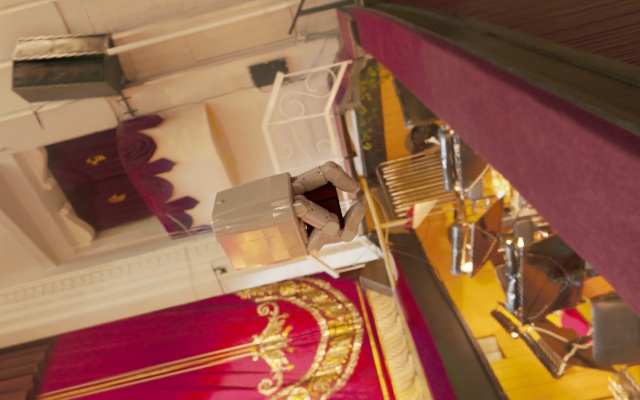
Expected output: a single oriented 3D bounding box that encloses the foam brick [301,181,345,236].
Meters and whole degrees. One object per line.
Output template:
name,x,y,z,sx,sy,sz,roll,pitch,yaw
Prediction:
foam brick,0.000,0.002,0.665,0.051,0.053,0.078,-14,30,3
